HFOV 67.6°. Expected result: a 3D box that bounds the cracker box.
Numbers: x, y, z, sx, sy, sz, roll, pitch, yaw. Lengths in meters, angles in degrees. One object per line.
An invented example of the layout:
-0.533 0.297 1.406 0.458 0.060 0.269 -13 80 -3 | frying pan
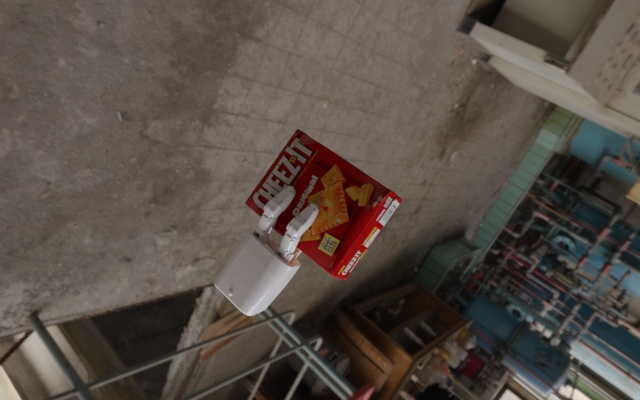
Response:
0.000 0.003 0.800 0.213 0.164 0.072 37 2 27 | cracker box
